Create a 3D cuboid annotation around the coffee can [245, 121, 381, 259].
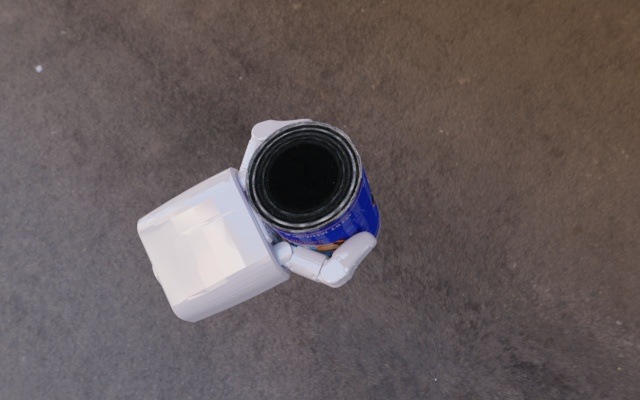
[{"bbox_3d":[0.000,0.002,0.465,0.103,0.102,0.140,0,-20,14],"label":"coffee can"}]
